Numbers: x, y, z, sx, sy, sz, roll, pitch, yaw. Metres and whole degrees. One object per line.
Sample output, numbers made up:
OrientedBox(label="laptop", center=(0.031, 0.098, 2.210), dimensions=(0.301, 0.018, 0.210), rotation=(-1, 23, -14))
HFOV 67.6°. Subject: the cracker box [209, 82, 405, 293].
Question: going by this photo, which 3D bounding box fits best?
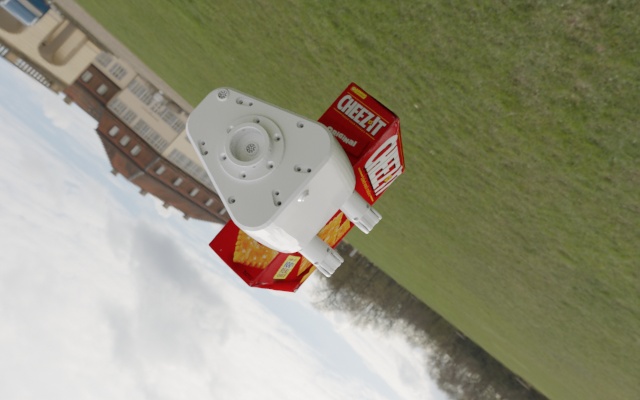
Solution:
OrientedBox(label="cracker box", center=(0.000, 0.002, 0.526), dimensions=(0.072, 0.213, 0.164), rotation=(41, -2, 18))
